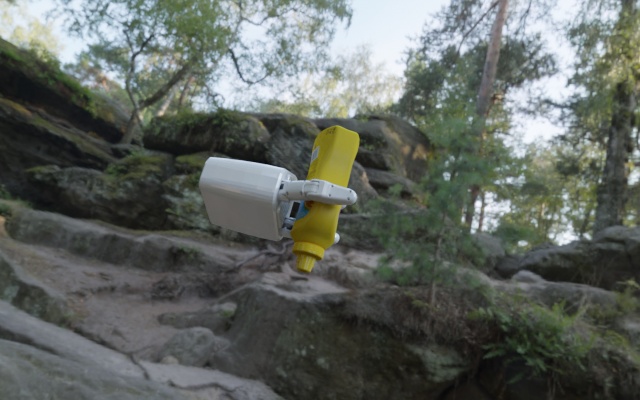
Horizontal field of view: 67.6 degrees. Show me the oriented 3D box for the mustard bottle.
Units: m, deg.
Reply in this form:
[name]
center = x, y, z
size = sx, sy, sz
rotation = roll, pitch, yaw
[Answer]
[mustard bottle]
center = 0.000, 0.002, 0.638
size = 0.058, 0.191, 0.096
rotation = 20, -20, -14
